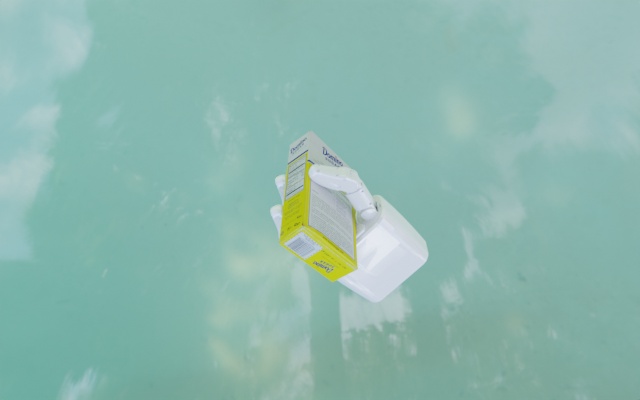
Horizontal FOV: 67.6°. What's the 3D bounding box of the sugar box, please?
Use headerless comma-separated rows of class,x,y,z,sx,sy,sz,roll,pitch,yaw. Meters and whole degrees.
sugar box,0.000,0.002,0.588,0.048,0.176,0.093,-33,-57,26
